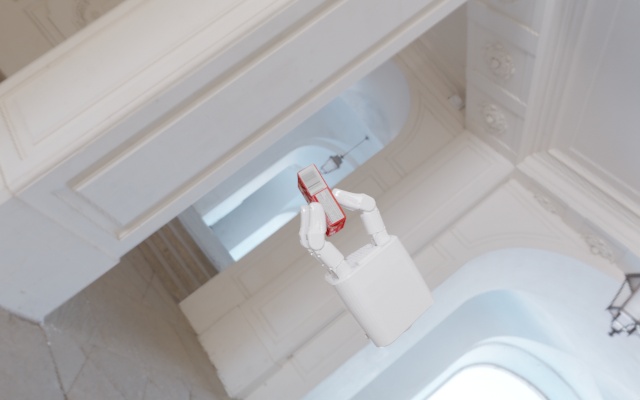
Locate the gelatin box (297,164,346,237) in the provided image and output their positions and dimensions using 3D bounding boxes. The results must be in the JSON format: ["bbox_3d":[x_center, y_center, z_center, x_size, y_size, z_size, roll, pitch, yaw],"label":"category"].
[{"bbox_3d":[0.000,0.002,0.656,0.030,0.089,0.073,-29,-10,-8],"label":"gelatin box"}]
